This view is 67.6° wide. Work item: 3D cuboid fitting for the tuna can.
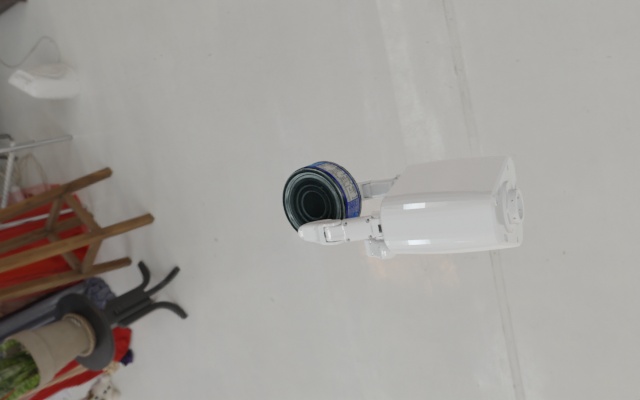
[{"bbox_3d":[0.000,0.002,0.523,0.086,0.086,0.033,0,15,36],"label":"tuna can"}]
